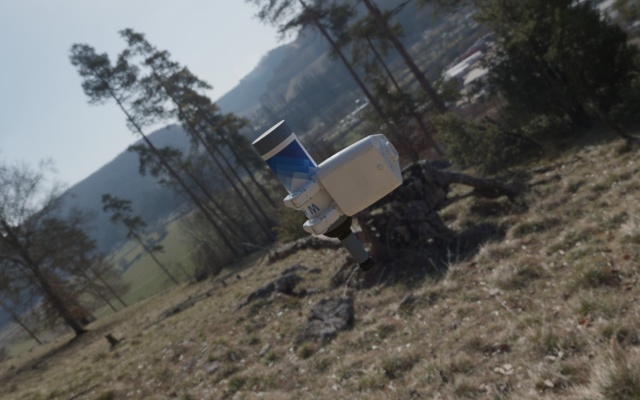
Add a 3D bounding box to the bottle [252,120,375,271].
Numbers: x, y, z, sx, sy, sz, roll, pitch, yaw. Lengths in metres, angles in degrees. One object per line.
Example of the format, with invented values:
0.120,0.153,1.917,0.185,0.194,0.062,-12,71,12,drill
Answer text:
0.000,0.002,0.814,0.069,0.296,0.069,-35,14,10,bottle
